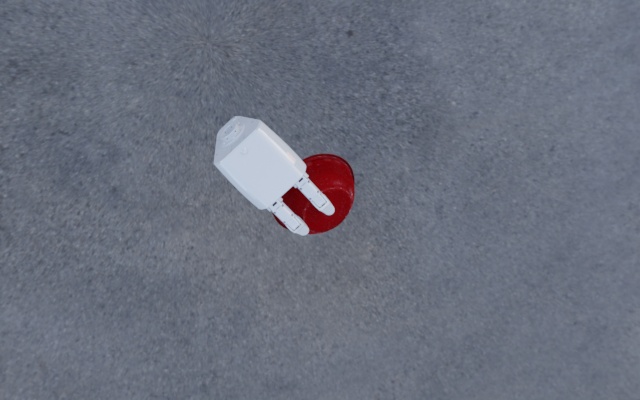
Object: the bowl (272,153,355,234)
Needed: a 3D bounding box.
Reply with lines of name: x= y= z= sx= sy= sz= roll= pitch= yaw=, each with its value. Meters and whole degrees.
bowl: x=0.001 y=0.003 z=0.818 sx=0.162 sy=0.162 sz=0.055 roll=0 pitch=33 yaw=-33
